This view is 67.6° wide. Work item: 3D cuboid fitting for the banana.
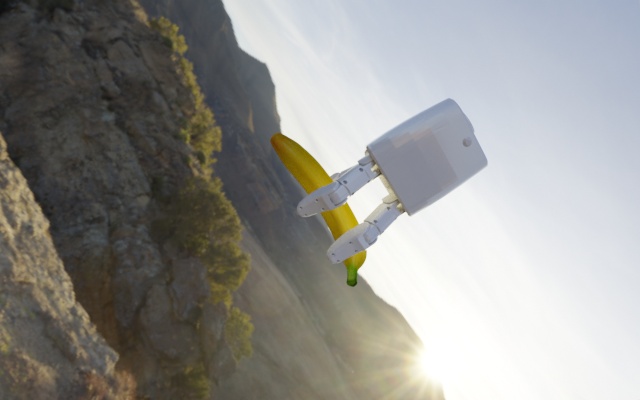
[{"bbox_3d":[0.007,0.003,0.572,0.037,0.198,0.069,-31,-3,17],"label":"banana"}]
